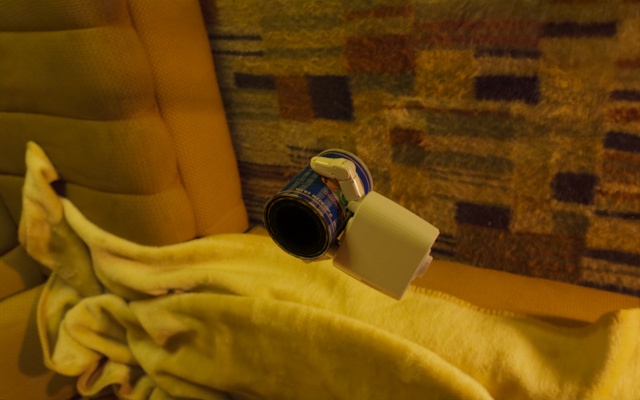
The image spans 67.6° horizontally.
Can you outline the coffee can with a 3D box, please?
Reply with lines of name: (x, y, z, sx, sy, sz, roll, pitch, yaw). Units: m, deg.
coffee can: (0.000, 0.002, 0.674, 0.103, 0.103, 0.140, 0, 30, 33)
